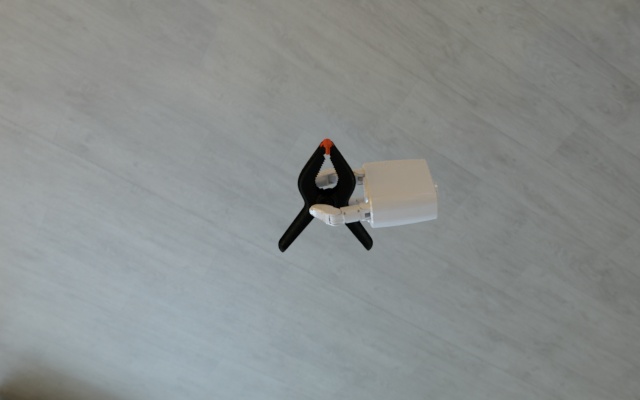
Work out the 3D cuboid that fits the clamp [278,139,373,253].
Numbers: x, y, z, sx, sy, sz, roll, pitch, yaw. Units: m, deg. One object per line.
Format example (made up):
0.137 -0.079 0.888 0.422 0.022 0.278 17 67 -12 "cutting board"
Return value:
0.000 0.002 0.791 0.164 0.210 0.036 -8 28 -1 "clamp"
